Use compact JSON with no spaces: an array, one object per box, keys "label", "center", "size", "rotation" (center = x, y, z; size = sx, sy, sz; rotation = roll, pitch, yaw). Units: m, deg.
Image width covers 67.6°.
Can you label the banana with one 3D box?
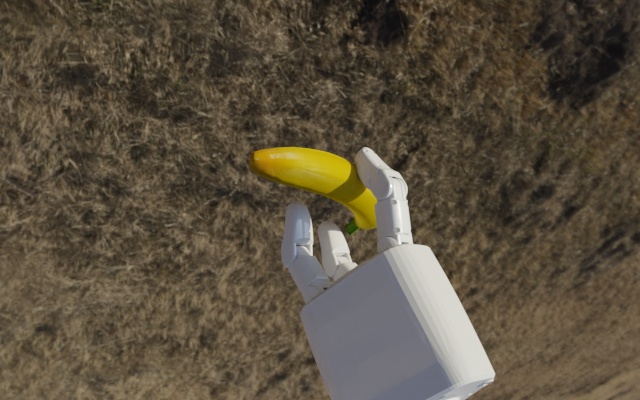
[{"label":"banana","center":[0.017,-0.006,0.436],"size":[0.069,0.037,0.198],"rotation":[-29,-33,16]}]
